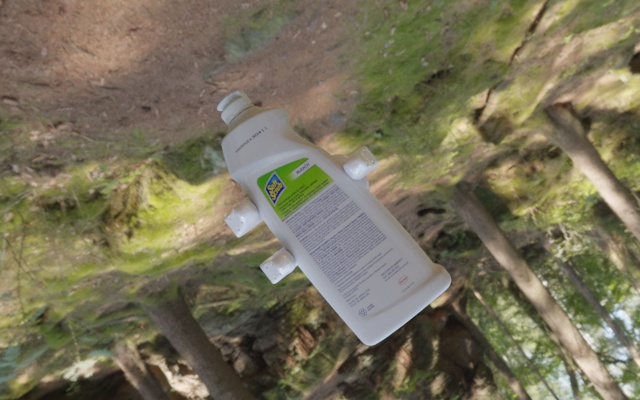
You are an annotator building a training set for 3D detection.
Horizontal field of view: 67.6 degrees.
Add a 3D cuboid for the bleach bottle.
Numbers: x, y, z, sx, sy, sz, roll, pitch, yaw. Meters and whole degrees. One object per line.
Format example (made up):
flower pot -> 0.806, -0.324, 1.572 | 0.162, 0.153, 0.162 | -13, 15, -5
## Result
bleach bottle -> 0.000, 0.002, 0.434 | 0.102, 0.251, 0.068 | -38, -2, -3
